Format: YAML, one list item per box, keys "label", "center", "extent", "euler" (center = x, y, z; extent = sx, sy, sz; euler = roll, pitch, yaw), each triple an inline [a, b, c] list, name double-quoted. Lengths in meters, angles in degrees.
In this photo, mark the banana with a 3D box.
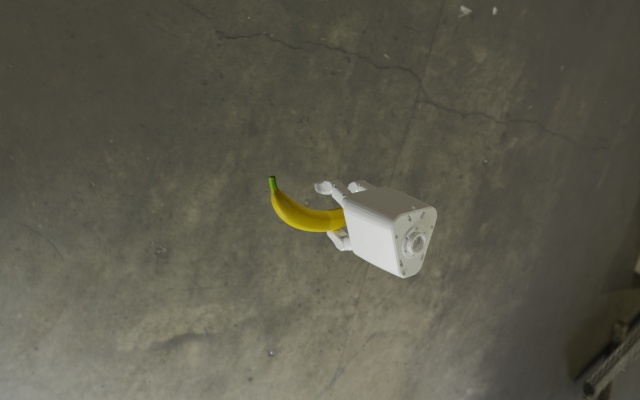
- label: "banana"
  center: [-0.009, 0.019, 0.800]
  extent: [0.198, 0.069, 0.037]
  euler: [19, 2, -37]
